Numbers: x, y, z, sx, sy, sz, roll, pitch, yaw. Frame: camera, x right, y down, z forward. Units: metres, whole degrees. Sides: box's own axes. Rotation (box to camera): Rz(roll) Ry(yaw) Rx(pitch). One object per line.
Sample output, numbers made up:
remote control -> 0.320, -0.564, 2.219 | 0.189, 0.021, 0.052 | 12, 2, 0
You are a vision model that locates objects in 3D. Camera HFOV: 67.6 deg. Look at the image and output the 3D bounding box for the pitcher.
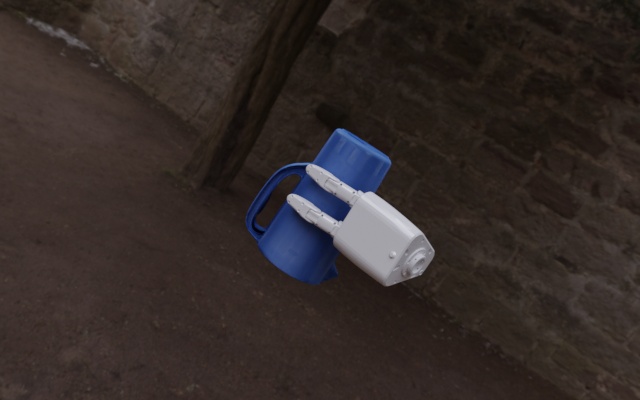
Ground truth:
pitcher -> 0.000, 0.003, 0.791 | 0.145, 0.243, 0.149 | 40, 13, 37
